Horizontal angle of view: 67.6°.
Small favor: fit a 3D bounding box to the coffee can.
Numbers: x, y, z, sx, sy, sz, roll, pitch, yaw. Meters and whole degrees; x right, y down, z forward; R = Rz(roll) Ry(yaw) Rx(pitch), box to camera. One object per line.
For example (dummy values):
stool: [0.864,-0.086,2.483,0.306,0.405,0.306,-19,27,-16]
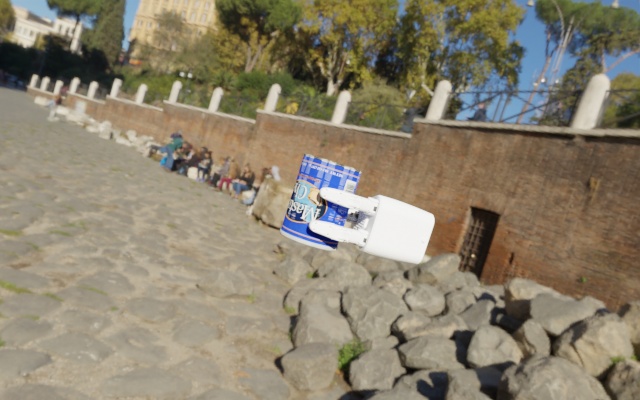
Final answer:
coffee can: [0.000,0.003,0.807,0.103,0.140,0.103,18,3,-1]
